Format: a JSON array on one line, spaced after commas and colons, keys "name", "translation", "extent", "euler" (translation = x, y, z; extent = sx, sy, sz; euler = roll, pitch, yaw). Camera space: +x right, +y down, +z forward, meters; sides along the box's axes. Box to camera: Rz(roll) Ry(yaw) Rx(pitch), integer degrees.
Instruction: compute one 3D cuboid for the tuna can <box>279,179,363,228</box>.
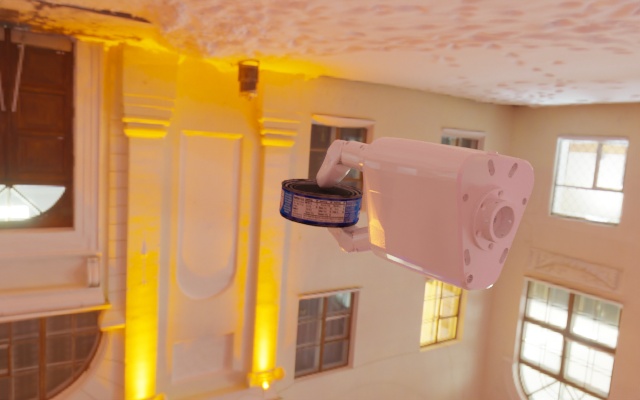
[{"name": "tuna can", "translation": [0.000, 0.002, 0.499], "extent": [0.086, 0.034, 0.086], "euler": [7, 12, -1]}]
